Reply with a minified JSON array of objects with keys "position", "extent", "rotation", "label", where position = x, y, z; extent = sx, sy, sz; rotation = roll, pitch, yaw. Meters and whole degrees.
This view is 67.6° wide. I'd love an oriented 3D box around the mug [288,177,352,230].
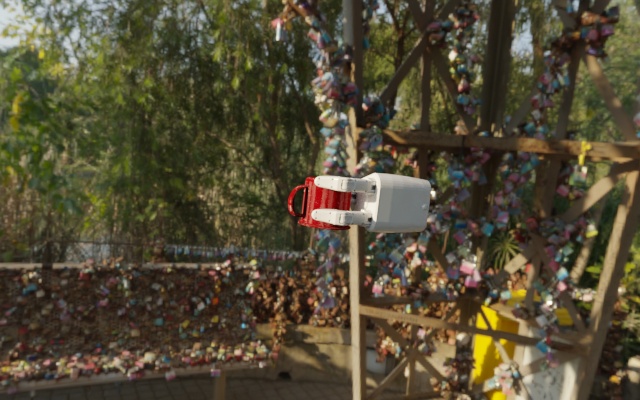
[{"position":[-0.001,0.002,0.825],"extent":[0.117,0.081,0.093],"rotation":[4,5,-23],"label":"mug"}]
